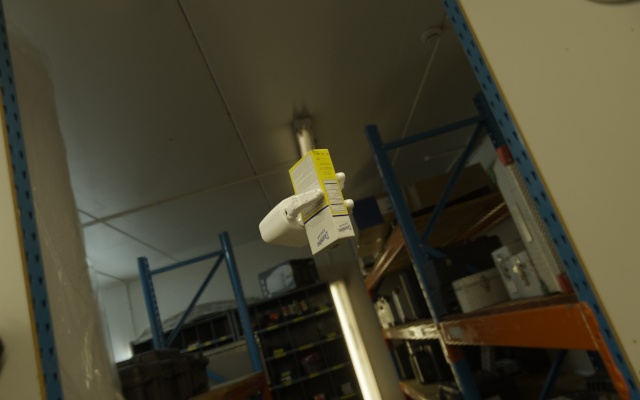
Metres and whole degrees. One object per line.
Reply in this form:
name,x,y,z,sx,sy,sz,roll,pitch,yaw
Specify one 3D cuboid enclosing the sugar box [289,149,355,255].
sugar box,0.000,0.003,0.887,0.048,0.176,0.093,-7,-19,-35
